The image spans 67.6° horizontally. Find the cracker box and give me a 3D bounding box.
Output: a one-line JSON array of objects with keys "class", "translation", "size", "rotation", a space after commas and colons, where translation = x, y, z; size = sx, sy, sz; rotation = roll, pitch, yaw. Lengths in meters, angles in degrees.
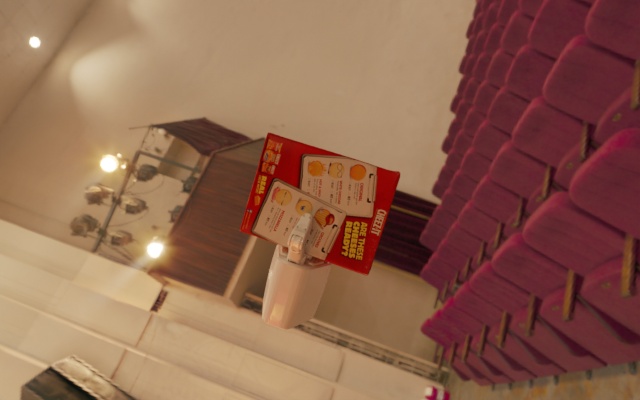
[{"class": "cracker box", "translation": [0.000, 0.002, 0.752], "size": [0.213, 0.164, 0.072], "rotation": [18, 8, 9]}]
